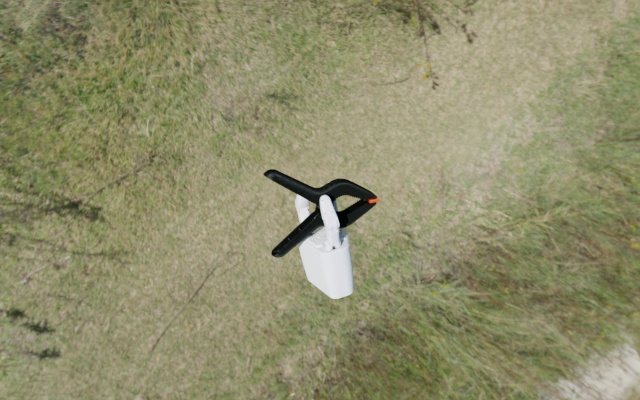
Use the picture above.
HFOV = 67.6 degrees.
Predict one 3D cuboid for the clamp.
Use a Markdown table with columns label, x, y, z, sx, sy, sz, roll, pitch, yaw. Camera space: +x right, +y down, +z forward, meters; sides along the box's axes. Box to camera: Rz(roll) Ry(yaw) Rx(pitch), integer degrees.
| label | x | y | z | sx | sy | sz | roll | pitch | yaw |
| --- | --- | --- | --- | --- | --- | --- | --- | --- | --- |
| clamp | 0.001 | 0.003 | 0.839 | 0.210 | 0.165 | 0.036 | -16 | 27 | -12 |
